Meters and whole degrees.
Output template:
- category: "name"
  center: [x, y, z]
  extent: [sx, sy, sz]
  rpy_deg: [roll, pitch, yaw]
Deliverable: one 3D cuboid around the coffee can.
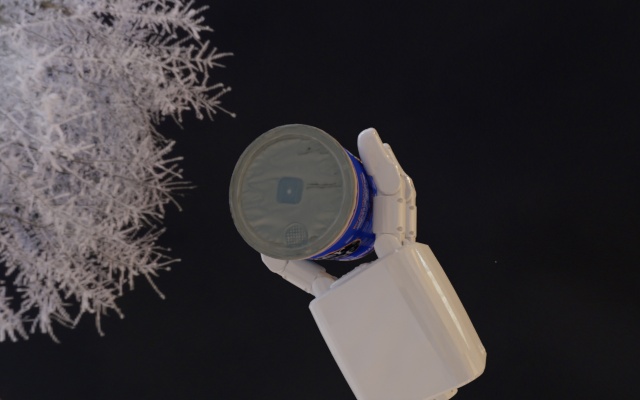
- category: "coffee can"
  center: [0.000, 0.001, 0.419]
  extent: [0.103, 0.103, 0.140]
  rpy_deg: [0, -7, 20]
